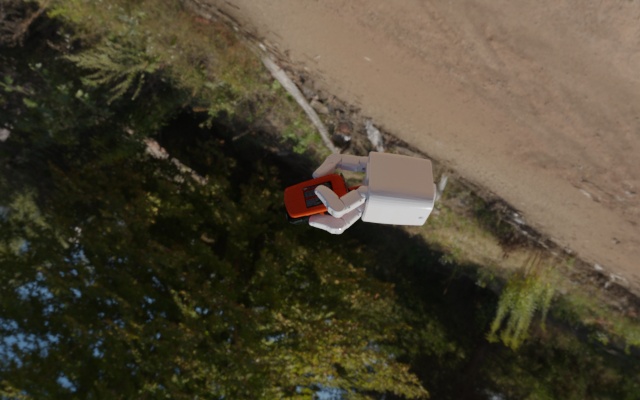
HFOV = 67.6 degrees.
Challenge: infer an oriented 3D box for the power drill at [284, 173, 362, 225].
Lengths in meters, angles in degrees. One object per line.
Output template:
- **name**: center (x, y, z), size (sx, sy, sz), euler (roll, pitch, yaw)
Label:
- **power drill**: center (0.000, 0.003, 0.870), size (0.184, 0.057, 0.187), euler (-17, -8, 14)
